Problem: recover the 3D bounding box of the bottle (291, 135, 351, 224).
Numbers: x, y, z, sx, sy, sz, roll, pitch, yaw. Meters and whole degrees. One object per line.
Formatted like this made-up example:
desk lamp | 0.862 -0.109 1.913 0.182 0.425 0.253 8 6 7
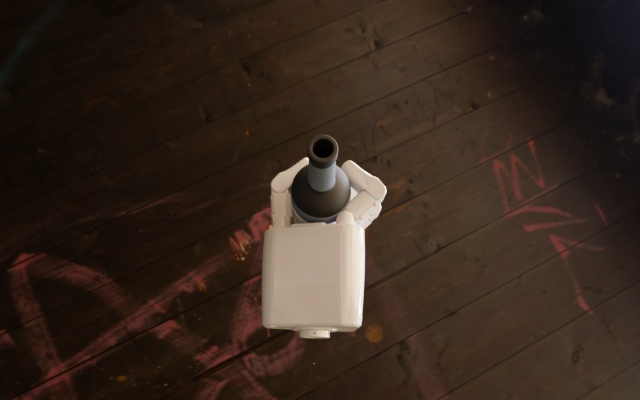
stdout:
bottle | 0.000 0.002 0.558 0.069 0.069 0.296 0 -19 -1
